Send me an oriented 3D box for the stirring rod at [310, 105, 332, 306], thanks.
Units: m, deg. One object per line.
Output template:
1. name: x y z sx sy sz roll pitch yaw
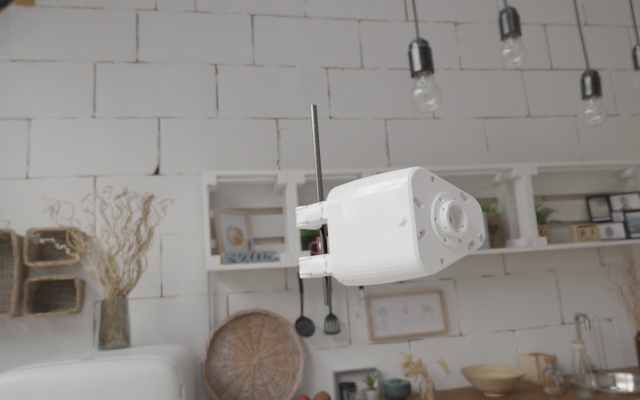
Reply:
1. stirring rod: 0.000 0.002 0.564 0.011 0.239 0.011 -4 -10 -1
